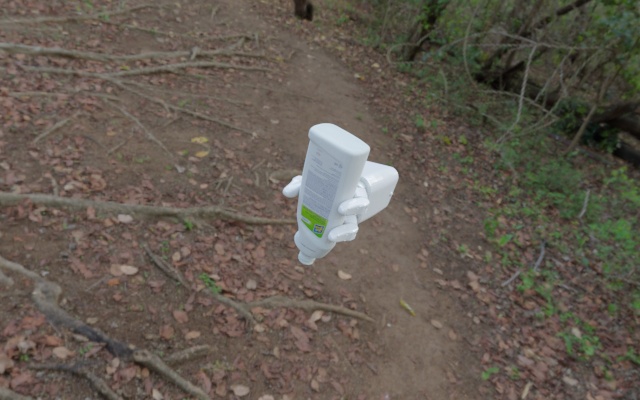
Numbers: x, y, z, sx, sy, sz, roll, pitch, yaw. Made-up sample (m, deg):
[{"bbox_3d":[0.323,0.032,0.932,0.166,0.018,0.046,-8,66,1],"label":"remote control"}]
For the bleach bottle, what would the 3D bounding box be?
[{"bbox_3d":[0.000,0.003,0.819,0.102,0.251,0.068,35,35,25],"label":"bleach bottle"}]
